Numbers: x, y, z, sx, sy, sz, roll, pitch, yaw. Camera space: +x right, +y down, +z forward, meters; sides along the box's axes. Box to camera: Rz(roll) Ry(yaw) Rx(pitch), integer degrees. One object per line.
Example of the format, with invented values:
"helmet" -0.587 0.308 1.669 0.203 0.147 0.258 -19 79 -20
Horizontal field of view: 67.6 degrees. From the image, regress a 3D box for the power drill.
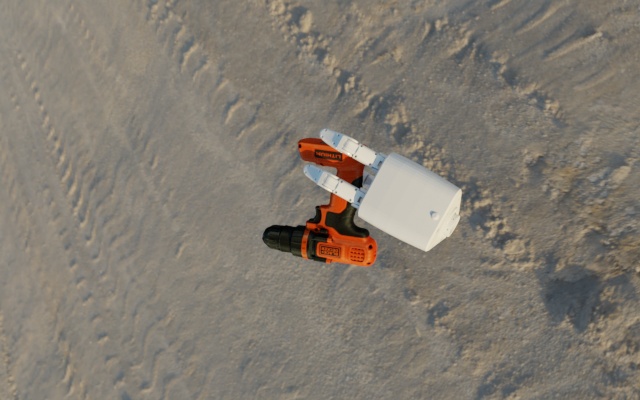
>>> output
"power drill" 0.000 0.002 0.725 0.184 0.188 0.057 7 17 15
